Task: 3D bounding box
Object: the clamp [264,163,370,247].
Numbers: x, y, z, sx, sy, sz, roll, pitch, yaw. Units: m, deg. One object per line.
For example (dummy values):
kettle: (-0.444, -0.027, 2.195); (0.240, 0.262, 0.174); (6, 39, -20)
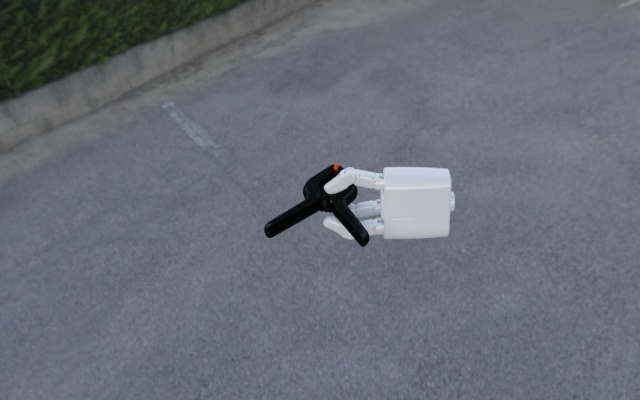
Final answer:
clamp: (0.000, 0.002, 0.803); (0.164, 0.036, 0.209); (1, 36, 5)
